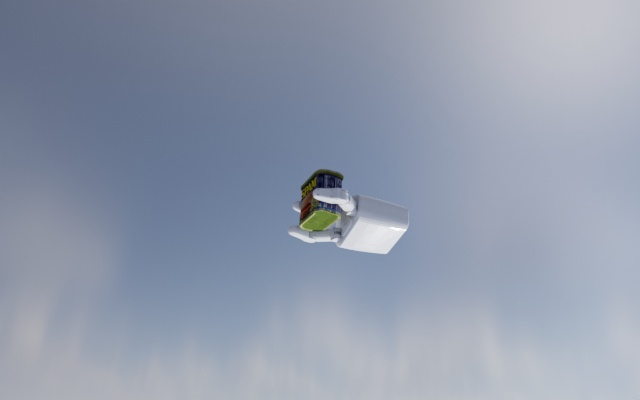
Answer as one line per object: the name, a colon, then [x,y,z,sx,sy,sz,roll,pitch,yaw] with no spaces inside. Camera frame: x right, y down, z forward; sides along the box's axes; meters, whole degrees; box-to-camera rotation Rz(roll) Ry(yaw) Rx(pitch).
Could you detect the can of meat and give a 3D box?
can of meat: [0.000,0.003,0.886,0.057,0.084,0.102,14,-28,-21]
